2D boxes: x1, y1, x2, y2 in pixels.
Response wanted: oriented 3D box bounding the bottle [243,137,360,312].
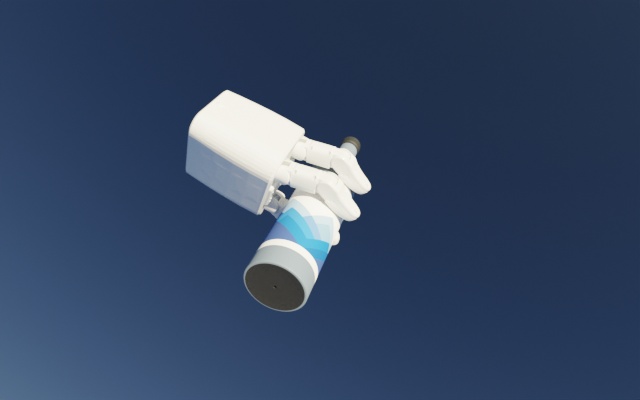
[{"bbox_3d":[0.000,0.002,0.572,0.069,0.069,0.295,0,34,21],"label":"bottle"}]
